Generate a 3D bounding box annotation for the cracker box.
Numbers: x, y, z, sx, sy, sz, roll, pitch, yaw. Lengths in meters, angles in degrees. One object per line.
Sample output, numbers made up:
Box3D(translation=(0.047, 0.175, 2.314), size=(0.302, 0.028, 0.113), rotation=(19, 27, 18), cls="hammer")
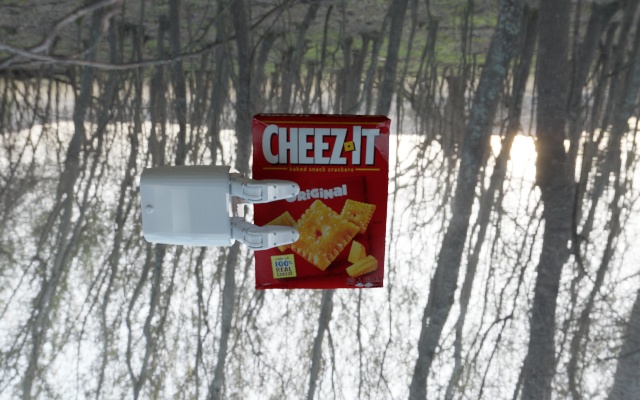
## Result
Box3D(translation=(0.000, 0.002, 0.593), size=(0.164, 0.214, 0.072), rotation=(1, 13, -1), cls="cracker box")
